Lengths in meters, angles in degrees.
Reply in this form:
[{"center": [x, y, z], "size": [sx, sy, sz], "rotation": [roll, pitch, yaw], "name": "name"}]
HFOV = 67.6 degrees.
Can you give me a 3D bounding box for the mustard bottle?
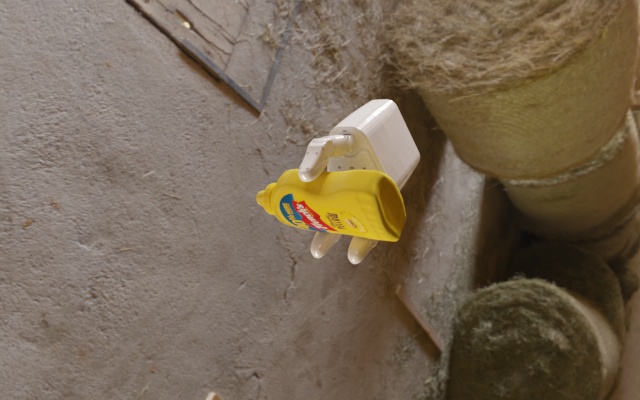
[{"center": [0.000, 0.002, 0.577], "size": [0.191, 0.058, 0.096], "rotation": [5, -32, 34], "name": "mustard bottle"}]
